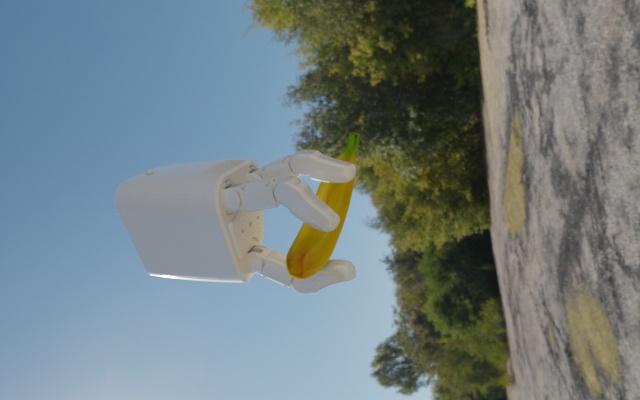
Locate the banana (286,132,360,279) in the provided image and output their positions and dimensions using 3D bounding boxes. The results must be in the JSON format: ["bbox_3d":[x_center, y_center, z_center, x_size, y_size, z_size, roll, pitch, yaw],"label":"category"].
[{"bbox_3d":[0.002,0.013,0.463,0.037,0.070,0.197,7,43,14],"label":"banana"}]
